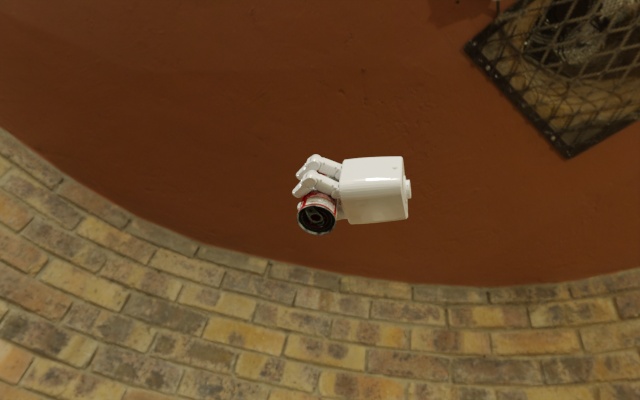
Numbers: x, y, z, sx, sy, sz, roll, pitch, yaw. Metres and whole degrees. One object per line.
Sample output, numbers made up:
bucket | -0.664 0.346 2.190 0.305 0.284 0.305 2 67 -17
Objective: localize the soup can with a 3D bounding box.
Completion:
soup can | 0.000 0.003 0.851 0.068 0.069 0.102 0 39 11
